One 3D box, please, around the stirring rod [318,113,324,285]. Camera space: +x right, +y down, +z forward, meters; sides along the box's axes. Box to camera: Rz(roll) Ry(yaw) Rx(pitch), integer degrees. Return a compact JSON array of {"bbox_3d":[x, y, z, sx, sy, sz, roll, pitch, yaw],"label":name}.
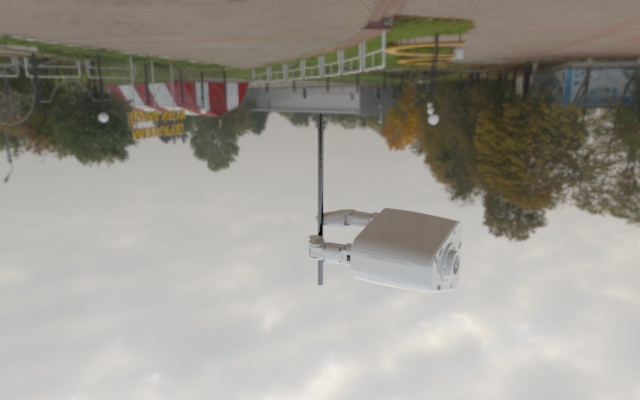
[{"bbox_3d":[0.000,0.002,0.658,0.011,0.239,0.011,0,12,0],"label":"stirring rod"}]
